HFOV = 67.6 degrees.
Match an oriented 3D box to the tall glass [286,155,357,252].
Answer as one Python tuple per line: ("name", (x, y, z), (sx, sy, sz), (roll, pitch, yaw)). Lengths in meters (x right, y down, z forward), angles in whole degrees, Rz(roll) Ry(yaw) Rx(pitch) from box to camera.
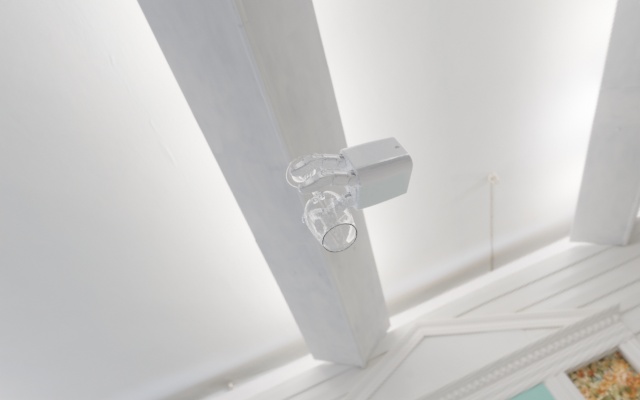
("tall glass", (0.000, 0.002, 0.849), (0.079, 0.079, 0.201), (0, 36, -23))
